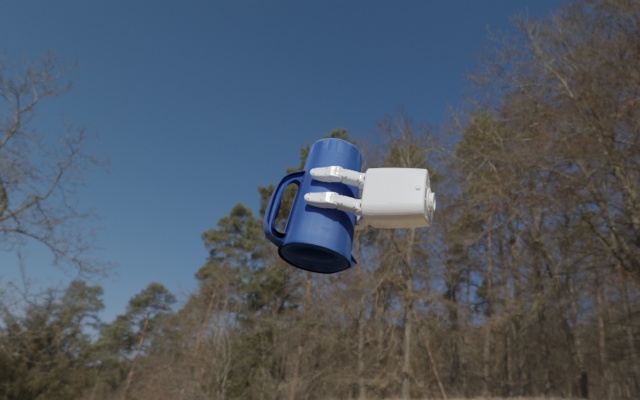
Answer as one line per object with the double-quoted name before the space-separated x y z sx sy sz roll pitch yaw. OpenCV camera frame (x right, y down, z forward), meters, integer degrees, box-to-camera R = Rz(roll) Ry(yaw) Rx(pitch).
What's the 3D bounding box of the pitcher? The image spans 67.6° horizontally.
"pitcher" 0.000 0.003 0.898 0.145 0.242 0.149 -1 -31 23
